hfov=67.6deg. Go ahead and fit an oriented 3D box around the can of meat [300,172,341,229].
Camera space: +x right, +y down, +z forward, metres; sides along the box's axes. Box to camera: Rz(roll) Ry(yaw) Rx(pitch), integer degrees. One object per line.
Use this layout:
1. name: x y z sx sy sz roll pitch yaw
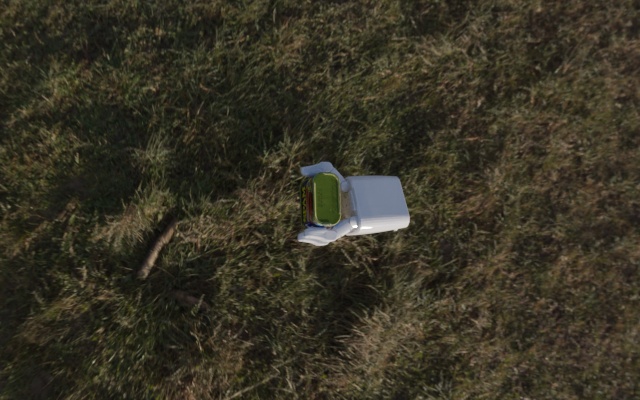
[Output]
1. can of meat: 0.000 0.003 0.888 0.057 0.102 0.084 0 -9 -17
